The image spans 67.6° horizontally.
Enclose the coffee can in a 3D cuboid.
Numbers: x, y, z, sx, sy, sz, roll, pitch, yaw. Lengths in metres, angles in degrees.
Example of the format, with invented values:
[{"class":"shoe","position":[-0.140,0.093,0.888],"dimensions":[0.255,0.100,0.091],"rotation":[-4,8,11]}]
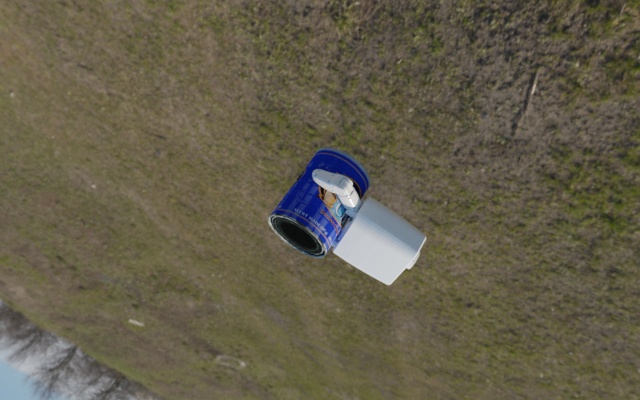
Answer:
[{"class":"coffee can","position":[0.000,0.002,0.738],"dimensions":[0.103,0.140,0.103],"rotation":[28,-26,15]}]
